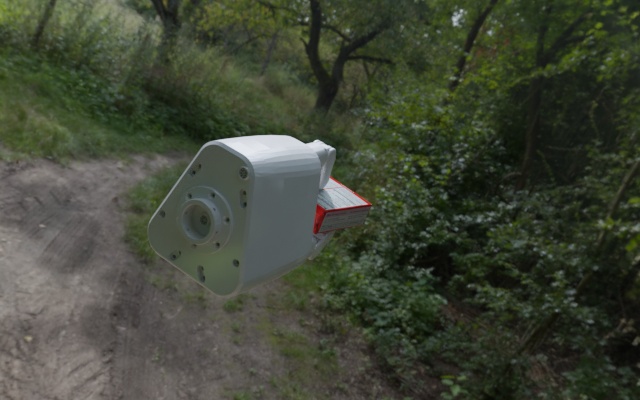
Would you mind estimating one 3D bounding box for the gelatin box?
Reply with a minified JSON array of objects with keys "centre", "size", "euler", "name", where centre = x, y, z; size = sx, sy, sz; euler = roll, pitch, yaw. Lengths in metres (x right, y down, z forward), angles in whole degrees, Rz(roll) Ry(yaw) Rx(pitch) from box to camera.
[{"centre":[0.000,0.001,0.509],"size":[0.073,0.030,0.089],"euler":[35,25,30],"name":"gelatin box"}]
